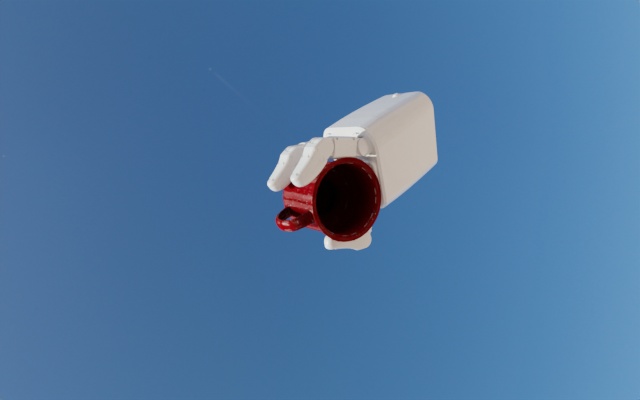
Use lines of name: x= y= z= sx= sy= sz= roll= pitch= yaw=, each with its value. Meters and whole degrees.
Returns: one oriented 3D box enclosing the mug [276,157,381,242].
mug: x=-0.001 y=0.003 z=0.547 sx=0.117 sy=0.093 sz=0.081 roll=-34 pitch=22 yaw=-25
